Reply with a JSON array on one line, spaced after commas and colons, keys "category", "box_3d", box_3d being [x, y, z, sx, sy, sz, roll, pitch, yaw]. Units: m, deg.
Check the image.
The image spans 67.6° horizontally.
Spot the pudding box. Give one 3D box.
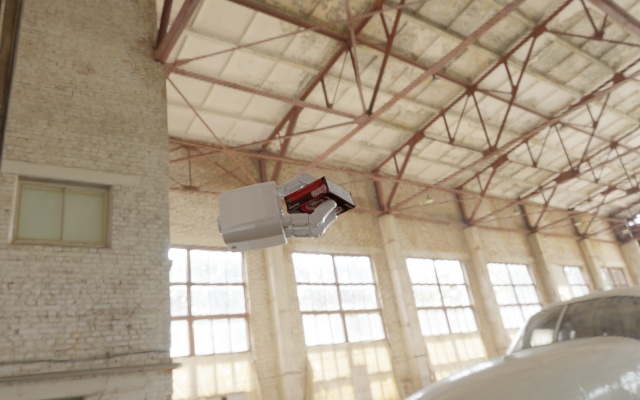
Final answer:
[{"category": "pudding box", "box_3d": [0.000, 0.003, 0.881, 0.090, 0.039, 0.113, -26, -23, 21]}]
